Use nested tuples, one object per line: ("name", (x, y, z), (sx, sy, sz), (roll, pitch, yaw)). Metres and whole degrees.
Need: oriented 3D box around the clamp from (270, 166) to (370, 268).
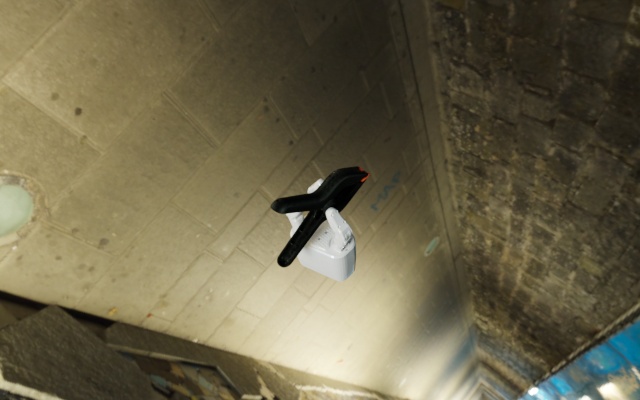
("clamp", (0.001, 0.003, 0.768), (0.036, 0.210, 0.165), (39, -23, 25))
